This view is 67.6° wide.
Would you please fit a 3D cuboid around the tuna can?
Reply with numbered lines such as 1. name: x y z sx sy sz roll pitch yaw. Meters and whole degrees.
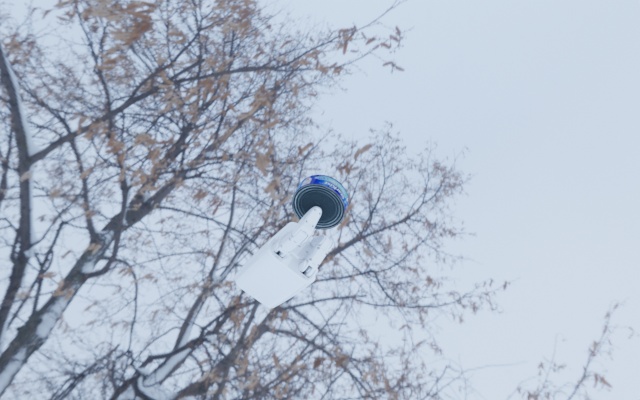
1. tuna can: 0.000 0.002 0.752 0.086 0.086 0.033 0 34 17
